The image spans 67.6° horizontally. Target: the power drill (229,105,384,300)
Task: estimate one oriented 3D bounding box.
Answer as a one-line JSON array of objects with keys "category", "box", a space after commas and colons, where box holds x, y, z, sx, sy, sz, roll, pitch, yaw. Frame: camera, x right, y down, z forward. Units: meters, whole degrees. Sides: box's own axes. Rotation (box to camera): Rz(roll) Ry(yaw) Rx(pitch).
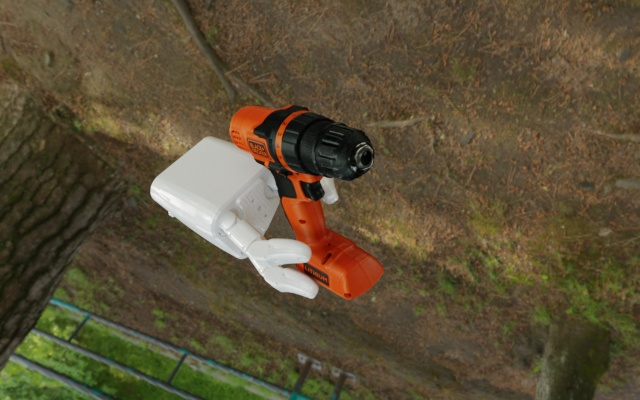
[{"category": "power drill", "box": [0.000, 0.002, 0.447, 0.057, 0.188, 0.184, -34, 32, -23]}]
